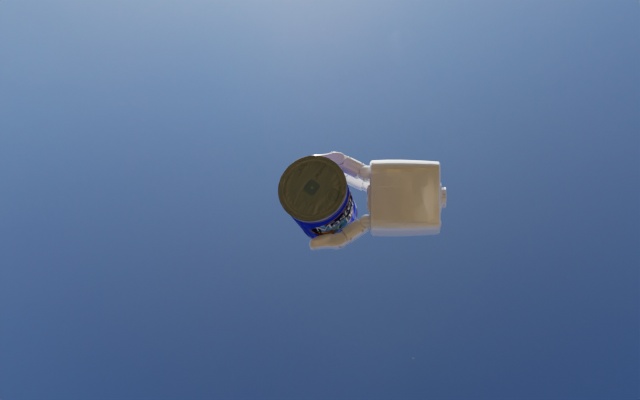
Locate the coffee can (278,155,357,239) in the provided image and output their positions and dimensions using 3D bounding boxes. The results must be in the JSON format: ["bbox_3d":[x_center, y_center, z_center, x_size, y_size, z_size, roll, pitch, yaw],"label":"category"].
[{"bbox_3d":[0.000,0.002,0.756,0.103,0.102,0.140,0,-18,11],"label":"coffee can"}]
